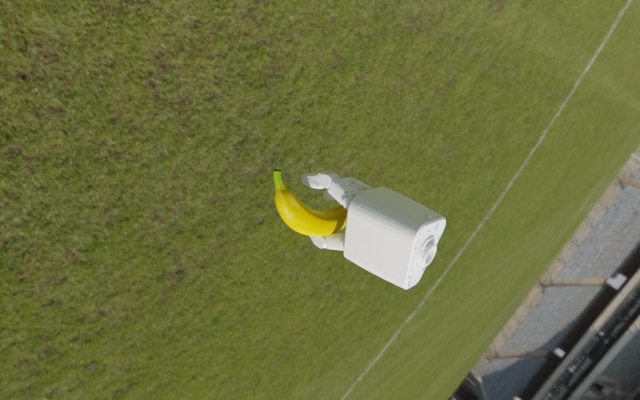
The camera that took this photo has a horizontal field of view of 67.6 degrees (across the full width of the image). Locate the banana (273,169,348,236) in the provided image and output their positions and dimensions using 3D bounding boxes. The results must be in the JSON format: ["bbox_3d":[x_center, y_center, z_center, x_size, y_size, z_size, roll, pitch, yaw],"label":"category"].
[{"bbox_3d":[-0.008,0.019,0.697,0.037,0.069,0.198,16,-7,36],"label":"banana"}]
